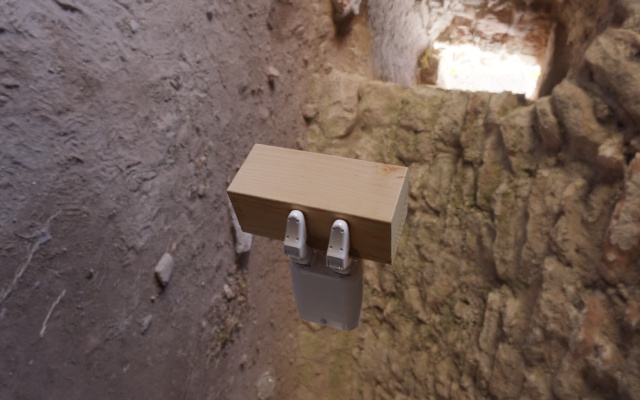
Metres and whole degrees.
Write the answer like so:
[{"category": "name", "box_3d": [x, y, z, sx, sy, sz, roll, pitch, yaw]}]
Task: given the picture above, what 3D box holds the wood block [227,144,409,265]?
[{"category": "wood block", "box_3d": [0.000, 0.002, 0.609, 0.206, 0.090, 0.090, 11, -39, 17]}]
